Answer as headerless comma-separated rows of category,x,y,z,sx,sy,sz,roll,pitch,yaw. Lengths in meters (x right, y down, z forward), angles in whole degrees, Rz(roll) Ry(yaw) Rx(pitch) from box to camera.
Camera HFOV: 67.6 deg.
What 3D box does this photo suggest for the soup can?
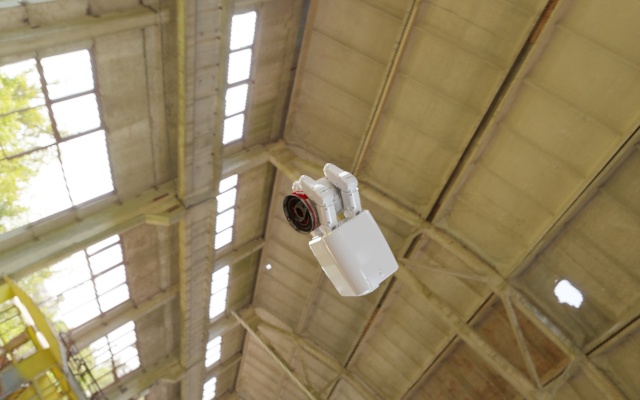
soup can,0.000,0.002,0.765,0.102,0.068,0.068,-29,18,-36
